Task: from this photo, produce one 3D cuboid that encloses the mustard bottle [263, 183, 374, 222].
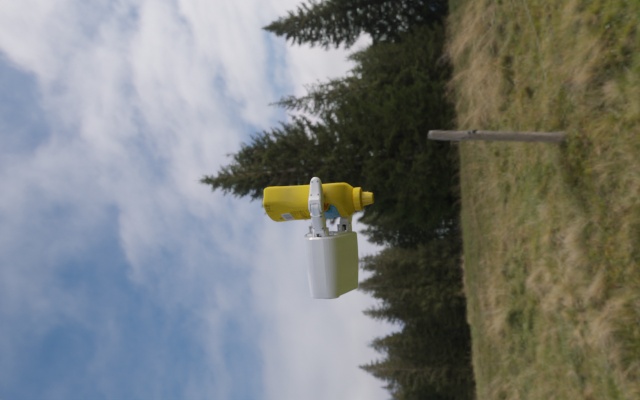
[{"bbox_3d":[0.000,0.002,0.861,0.191,0.058,0.096,-4,-23,14],"label":"mustard bottle"}]
